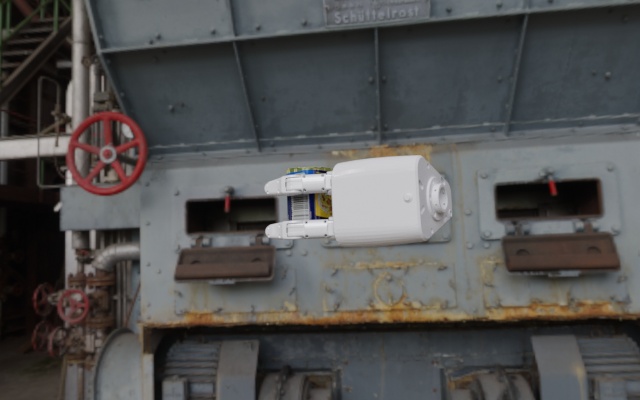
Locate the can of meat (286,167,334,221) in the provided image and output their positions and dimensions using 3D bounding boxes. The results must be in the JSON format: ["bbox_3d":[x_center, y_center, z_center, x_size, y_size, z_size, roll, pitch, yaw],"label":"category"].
[{"bbox_3d":[0.000,0.002,0.628,0.057,0.084,0.102,-6,-6,38],"label":"can of meat"}]
